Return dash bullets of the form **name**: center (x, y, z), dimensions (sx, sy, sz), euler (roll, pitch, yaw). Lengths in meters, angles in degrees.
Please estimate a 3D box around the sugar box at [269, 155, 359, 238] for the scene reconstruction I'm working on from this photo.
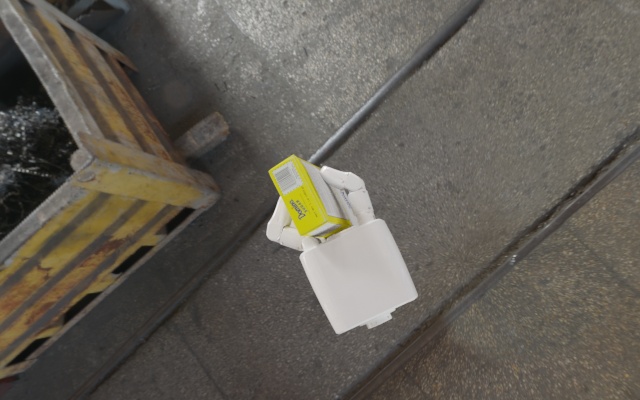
- **sugar box**: center (0.000, 0.002, 0.640), dimensions (0.048, 0.093, 0.176), euler (-29, -14, 11)
